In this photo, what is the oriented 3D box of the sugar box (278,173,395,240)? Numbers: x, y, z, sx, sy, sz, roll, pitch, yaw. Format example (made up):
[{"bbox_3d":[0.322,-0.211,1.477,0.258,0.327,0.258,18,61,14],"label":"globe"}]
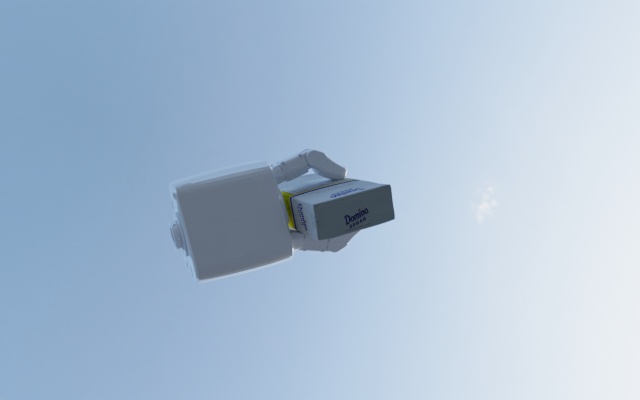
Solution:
[{"bbox_3d":[0.000,0.002,0.561,0.093,0.048,0.176,-15,15,-22],"label":"sugar box"}]
